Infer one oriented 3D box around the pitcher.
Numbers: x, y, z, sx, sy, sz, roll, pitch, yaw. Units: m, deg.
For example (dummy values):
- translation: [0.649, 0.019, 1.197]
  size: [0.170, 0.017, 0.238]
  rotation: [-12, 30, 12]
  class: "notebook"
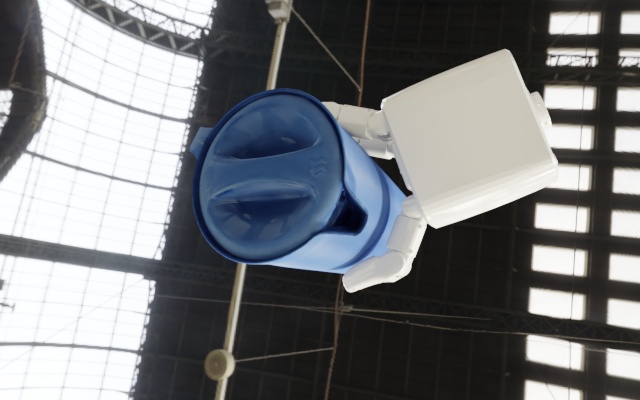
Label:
- translation: [0.000, 0.001, 0.452]
  size: [0.145, 0.149, 0.243]
  rotation: [-24, -23, 20]
  class: "pitcher"
